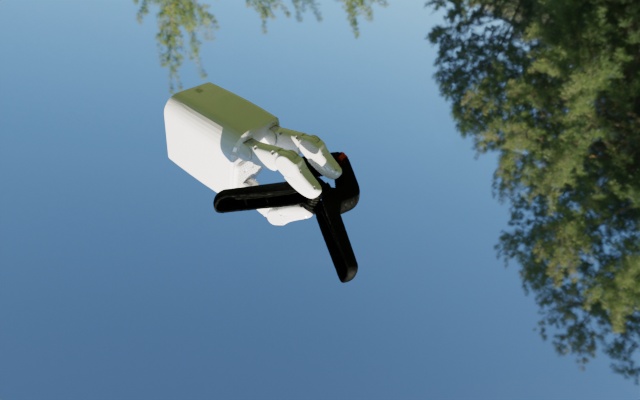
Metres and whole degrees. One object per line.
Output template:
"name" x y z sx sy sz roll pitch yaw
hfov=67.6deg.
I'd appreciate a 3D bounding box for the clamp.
"clamp" 0.000 0.002 0.556 0.164 0.036 0.210 34 36 10
